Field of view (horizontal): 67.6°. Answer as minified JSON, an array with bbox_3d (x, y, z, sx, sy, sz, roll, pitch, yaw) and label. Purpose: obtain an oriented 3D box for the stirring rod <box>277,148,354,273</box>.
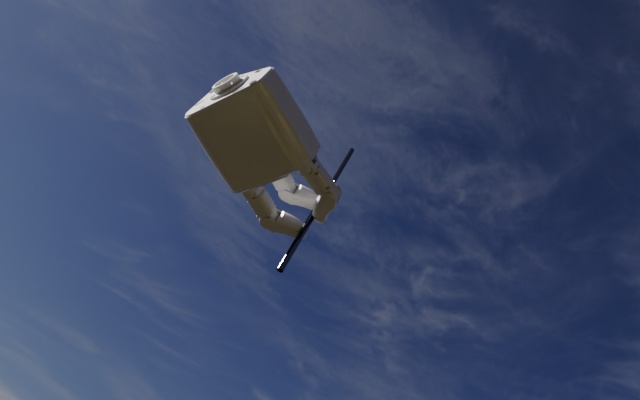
[{"bbox_3d":[0.000,0.002,0.610,0.011,0.011,0.239,0,39,29],"label":"stirring rod"}]
